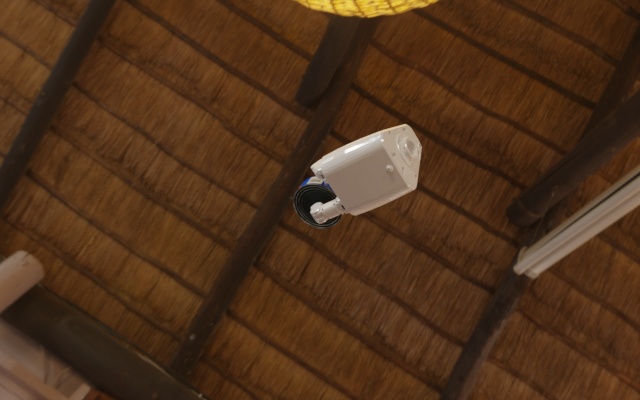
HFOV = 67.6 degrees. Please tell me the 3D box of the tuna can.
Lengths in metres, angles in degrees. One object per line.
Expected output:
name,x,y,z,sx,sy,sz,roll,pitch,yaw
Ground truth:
tuna can,0.000,0.002,0.788,0.086,0.086,0.033,0,31,23
